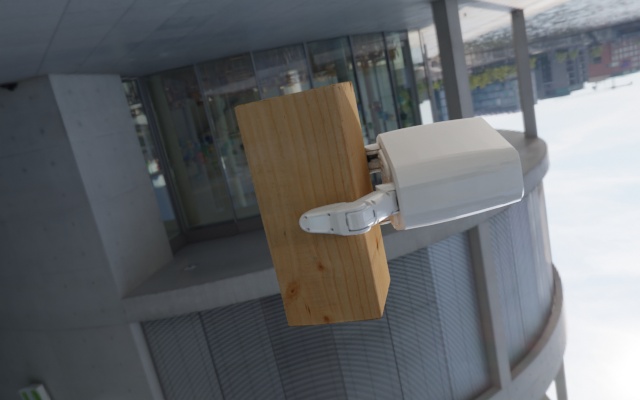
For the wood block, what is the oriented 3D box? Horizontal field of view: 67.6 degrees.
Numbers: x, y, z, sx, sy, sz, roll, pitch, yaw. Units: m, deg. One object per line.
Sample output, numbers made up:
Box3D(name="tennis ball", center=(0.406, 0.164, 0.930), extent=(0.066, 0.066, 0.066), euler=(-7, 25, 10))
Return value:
Box3D(name="wood block", center=(0.000, 0.002, 0.449), extent=(0.090, 0.206, 0.090), euler=(-9, 13, 16))
